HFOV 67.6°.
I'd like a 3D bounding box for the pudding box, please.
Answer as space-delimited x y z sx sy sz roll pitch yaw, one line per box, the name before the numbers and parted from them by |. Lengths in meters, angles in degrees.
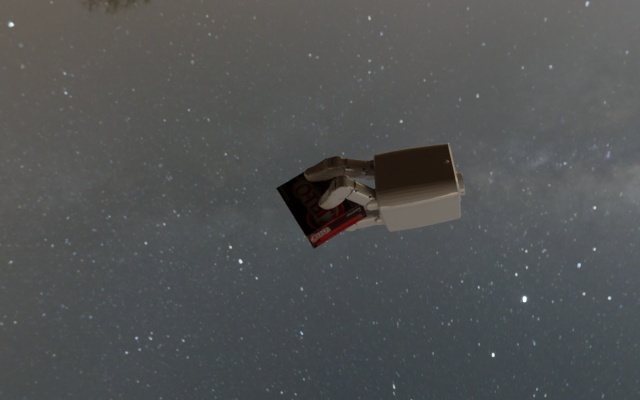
pudding box | 0.000 0.002 0.686 0.090 0.039 0.113 -31 46 -6
